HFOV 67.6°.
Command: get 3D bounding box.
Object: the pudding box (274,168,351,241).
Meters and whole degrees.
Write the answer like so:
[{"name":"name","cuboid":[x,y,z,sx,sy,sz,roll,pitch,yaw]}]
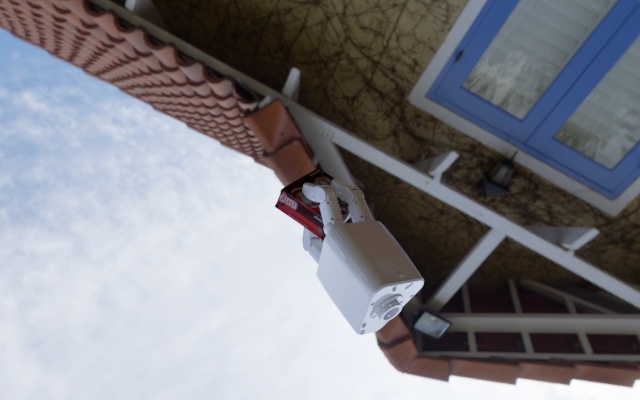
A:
[{"name":"pudding box","cuboid":[0.000,0.002,0.705,0.090,0.039,0.113,34,30,13]}]
